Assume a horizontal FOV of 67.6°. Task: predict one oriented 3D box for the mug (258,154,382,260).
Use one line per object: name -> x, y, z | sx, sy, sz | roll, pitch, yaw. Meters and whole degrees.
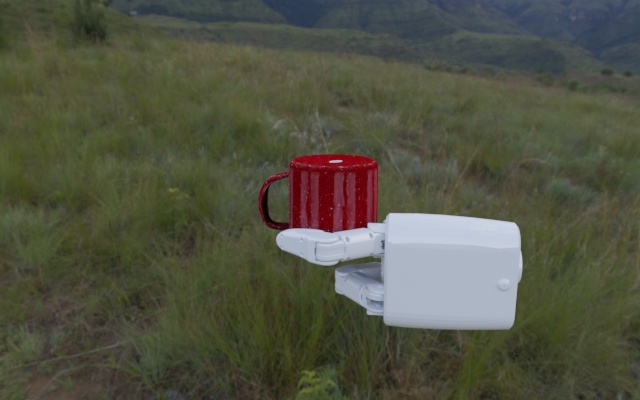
mug -> -0.001, 0.001, 0.444 | 0.117, 0.081, 0.093 | 2, 13, 9
